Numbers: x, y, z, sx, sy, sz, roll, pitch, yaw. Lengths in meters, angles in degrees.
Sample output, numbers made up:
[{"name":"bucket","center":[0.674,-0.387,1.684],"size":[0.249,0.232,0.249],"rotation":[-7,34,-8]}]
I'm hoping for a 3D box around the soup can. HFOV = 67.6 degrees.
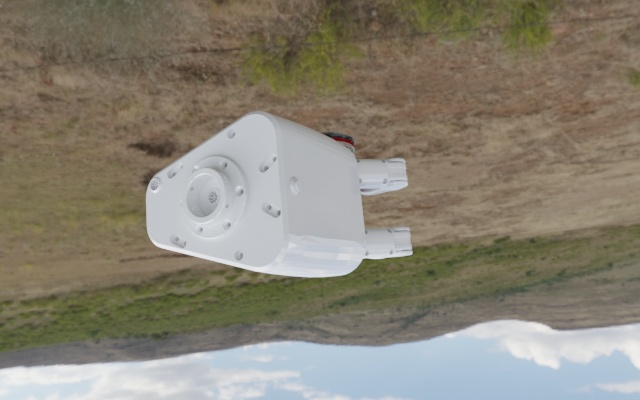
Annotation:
[{"name":"soup can","center":[0.000,0.002,0.404],"size":[0.068,0.102,0.068],"rotation":[-5,-10,-1]}]
